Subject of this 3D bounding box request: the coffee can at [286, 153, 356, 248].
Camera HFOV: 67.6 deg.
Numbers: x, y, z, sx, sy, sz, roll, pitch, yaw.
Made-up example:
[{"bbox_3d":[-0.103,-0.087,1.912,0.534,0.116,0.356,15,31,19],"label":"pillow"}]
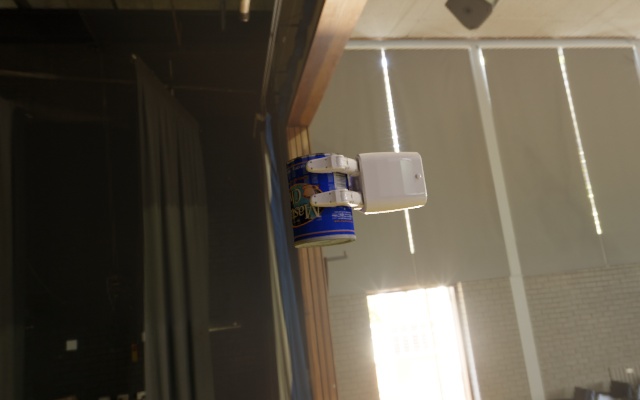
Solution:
[{"bbox_3d":[0.000,0.003,0.795,0.103,0.140,0.103,-6,-11,-1],"label":"coffee can"}]
